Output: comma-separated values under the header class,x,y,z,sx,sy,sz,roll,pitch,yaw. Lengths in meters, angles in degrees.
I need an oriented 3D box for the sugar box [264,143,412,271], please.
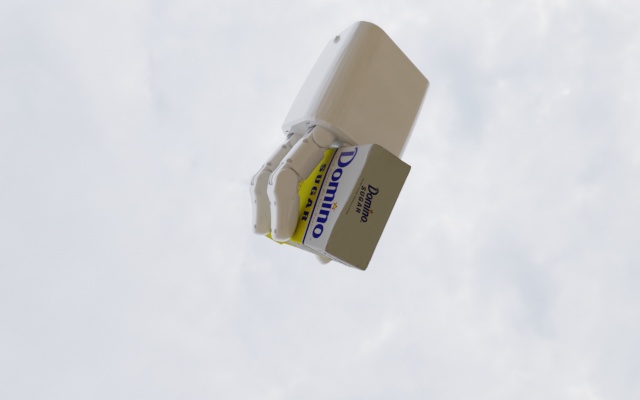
class,x,y,z,sx,sy,sz,roll,pitch,yaw
sugar box,0.000,0.001,0.434,0.048,0.093,0.176,29,-11,-21
